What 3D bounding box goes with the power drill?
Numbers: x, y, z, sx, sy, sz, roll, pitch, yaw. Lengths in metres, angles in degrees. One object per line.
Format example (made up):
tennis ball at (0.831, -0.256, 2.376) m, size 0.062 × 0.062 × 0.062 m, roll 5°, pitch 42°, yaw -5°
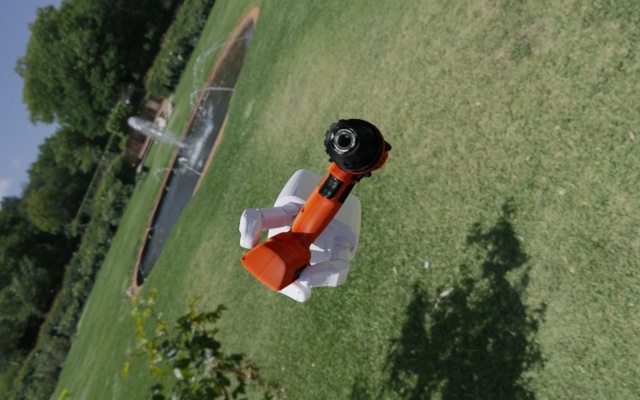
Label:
power drill at (0.000, 0.002, 0.486) m, size 0.057 × 0.188 × 0.184 m, roll 39°, pitch 10°, yaw 10°
